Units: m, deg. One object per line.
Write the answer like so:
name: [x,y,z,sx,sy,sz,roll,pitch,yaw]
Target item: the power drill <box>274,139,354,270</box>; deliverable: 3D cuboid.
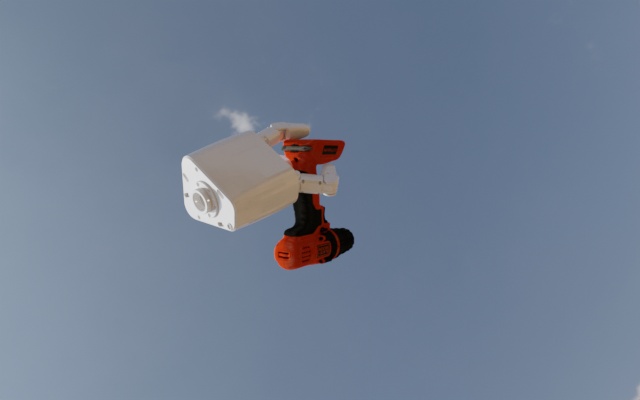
power drill: [0.000,0.002,0.719,0.057,0.187,0.184,2,5,30]
